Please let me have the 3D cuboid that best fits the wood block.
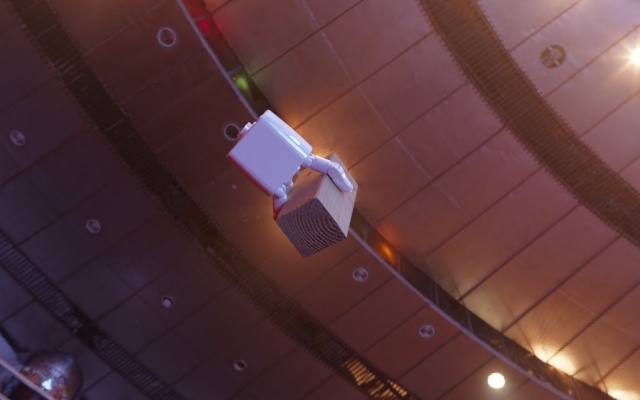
[{"bbox_3d":[0.000,0.002,0.880,0.091,0.090,0.206,-29,18,22],"label":"wood block"}]
